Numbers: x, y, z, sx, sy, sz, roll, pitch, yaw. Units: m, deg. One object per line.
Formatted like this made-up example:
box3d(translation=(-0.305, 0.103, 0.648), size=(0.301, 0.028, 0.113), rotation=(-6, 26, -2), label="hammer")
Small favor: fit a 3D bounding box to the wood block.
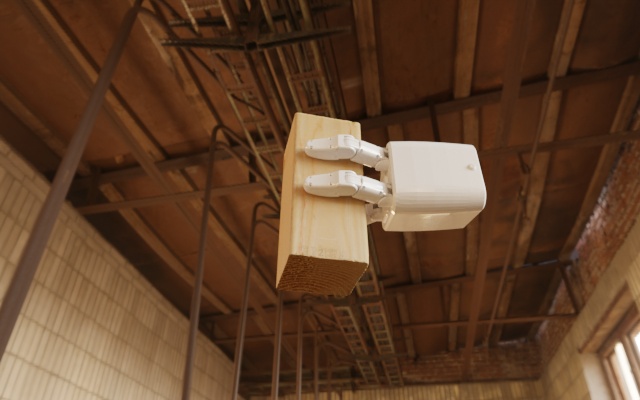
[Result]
box3d(translation=(0.000, 0.002, 0.591), size=(0.090, 0.206, 0.091), rotation=(7, -36, -10), label="wood block")
